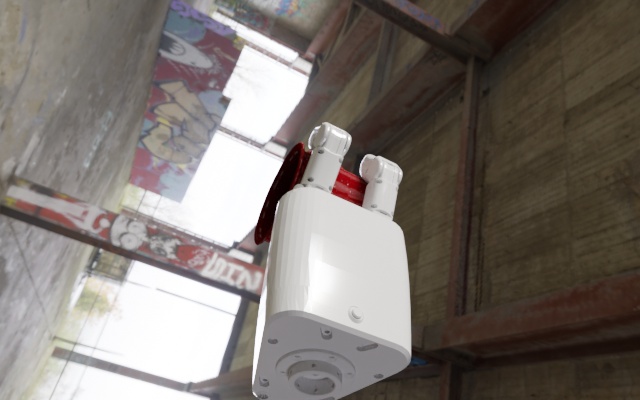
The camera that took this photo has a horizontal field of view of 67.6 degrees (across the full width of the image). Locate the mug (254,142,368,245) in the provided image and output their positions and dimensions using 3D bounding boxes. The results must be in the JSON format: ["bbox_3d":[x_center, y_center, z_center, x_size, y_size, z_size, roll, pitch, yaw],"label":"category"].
[{"bbox_3d":[0.000,0.001,0.420,0.081,0.117,0.093,24,-51,-15],"label":"mug"}]
